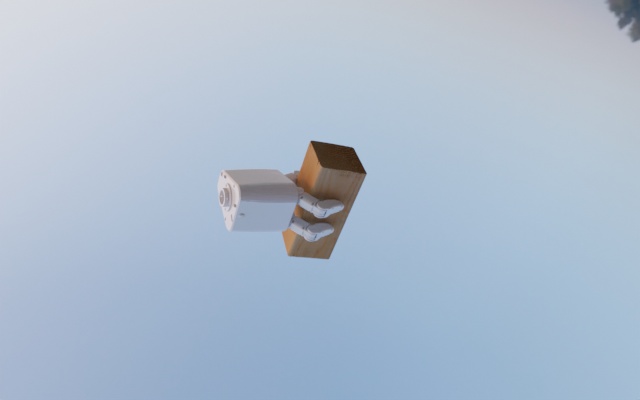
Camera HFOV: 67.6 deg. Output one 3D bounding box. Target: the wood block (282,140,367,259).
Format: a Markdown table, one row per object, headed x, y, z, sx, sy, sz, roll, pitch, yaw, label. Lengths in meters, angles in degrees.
| x | y | z | sx | sy | sz | roll | pitch | yaw | label |
| --- | --- | --- | --- | --- | --- | --- | --- | --- | --- |
| 0.000 | 0.003 | 0.894 | 0.090 | 0.206 | 0.090 | 7 | 36 | -22 | wood block |
